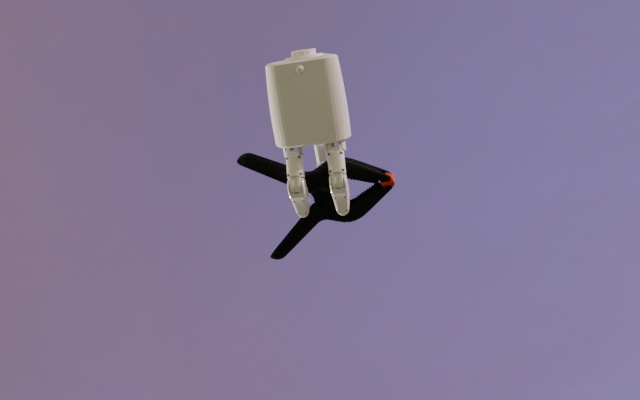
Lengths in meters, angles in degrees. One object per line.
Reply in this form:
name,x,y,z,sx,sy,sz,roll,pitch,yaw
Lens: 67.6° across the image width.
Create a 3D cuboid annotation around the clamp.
clamp,0.001,0.002,0.669,0.210,0.165,0.036,-6,22,9
